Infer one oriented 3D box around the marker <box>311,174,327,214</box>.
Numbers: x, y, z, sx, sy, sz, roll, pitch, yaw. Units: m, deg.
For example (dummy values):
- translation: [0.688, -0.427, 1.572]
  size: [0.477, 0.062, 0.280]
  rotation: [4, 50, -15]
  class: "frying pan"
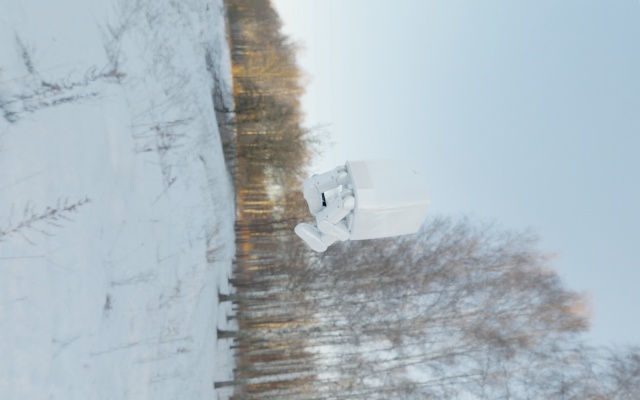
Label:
- translation: [0.000, 0.002, 0.744]
  size: [0.020, 0.020, 0.121]
  rotation: [0, 41, -9]
  class: "marker"
